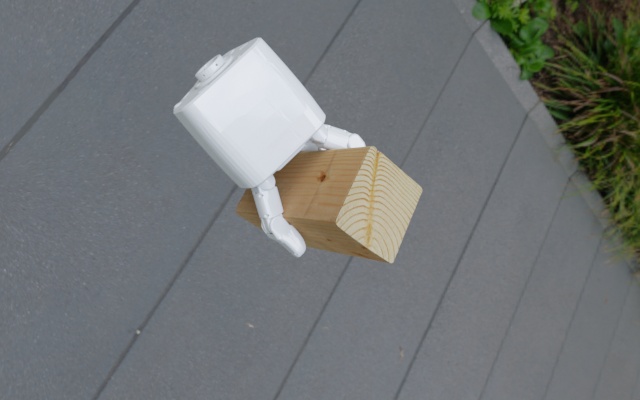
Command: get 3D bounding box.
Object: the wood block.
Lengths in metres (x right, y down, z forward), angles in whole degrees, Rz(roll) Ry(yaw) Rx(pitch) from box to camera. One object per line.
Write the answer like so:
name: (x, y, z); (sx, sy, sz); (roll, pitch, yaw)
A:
wood block: (0.000, 0.002, 0.555); (0.090, 0.090, 0.206); (35, -18, -32)
